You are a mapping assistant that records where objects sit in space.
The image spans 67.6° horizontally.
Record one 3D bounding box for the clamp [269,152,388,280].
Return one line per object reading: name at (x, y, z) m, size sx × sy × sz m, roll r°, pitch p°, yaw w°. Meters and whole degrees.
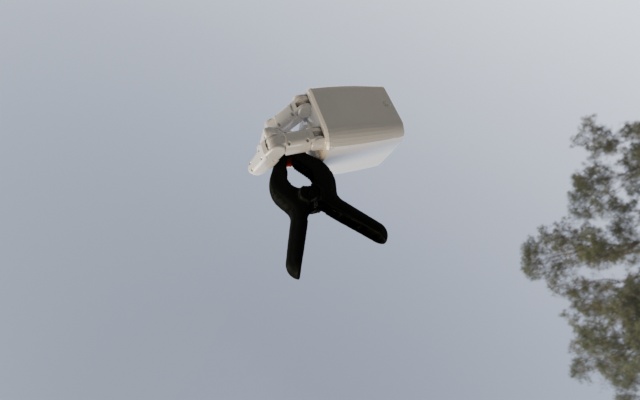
clamp at (0.000, 0.002, 0.556) m, size 0.120 × 0.171 × 0.039 m, roll -10°, pitch -29°, yaw -17°
